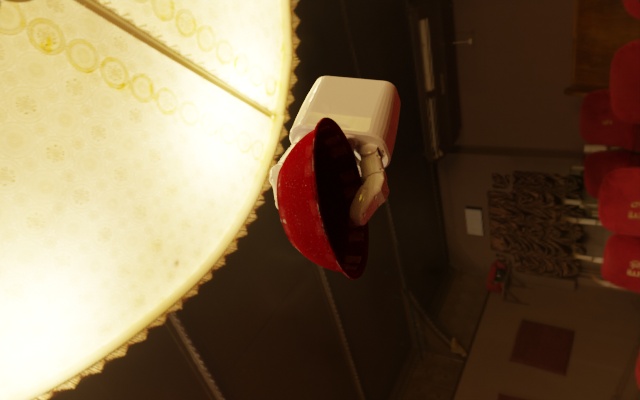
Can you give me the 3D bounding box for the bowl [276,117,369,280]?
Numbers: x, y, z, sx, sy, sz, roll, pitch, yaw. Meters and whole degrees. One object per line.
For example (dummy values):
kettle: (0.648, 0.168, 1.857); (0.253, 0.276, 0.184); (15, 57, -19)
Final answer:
bowl: (-0.001, 0.002, 0.479); (0.055, 0.162, 0.162); (-11, -4, 19)
